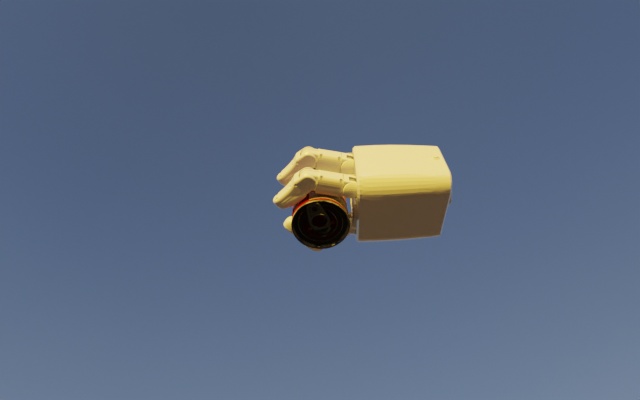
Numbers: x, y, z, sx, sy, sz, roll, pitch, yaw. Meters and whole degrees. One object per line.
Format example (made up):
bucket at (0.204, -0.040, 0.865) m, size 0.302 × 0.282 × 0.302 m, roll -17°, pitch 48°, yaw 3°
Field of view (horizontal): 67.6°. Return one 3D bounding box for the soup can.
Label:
soup can at (0.000, 0.002, 0.589) m, size 0.068 × 0.068 × 0.102 m, roll 0°, pitch 32°, yaw 0°
